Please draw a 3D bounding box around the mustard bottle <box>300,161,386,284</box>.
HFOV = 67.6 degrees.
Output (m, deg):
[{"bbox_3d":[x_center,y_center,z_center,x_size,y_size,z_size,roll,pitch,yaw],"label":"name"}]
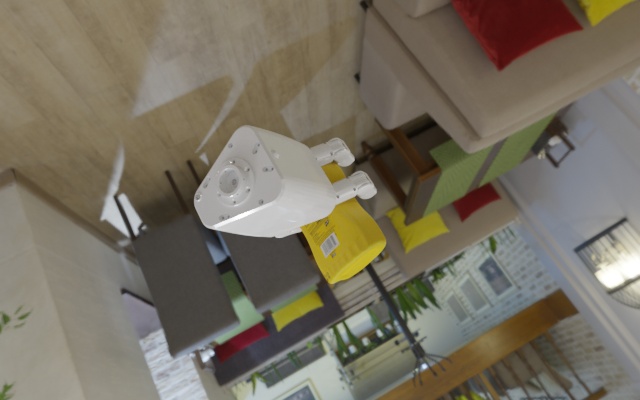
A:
[{"bbox_3d":[0.000,0.002,0.608,0.058,0.191,0.096,-11,-29,-42],"label":"mustard bottle"}]
